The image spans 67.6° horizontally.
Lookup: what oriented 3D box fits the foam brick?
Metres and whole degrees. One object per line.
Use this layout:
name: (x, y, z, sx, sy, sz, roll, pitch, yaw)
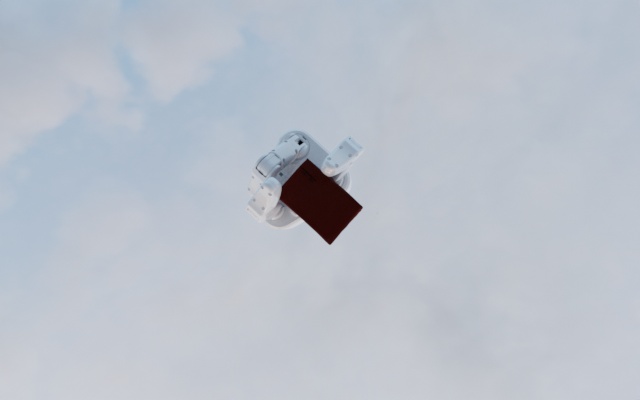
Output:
foam brick: (0.000, 0.002, 0.503, 0.078, 0.053, 0.051, 42, 1, 6)
